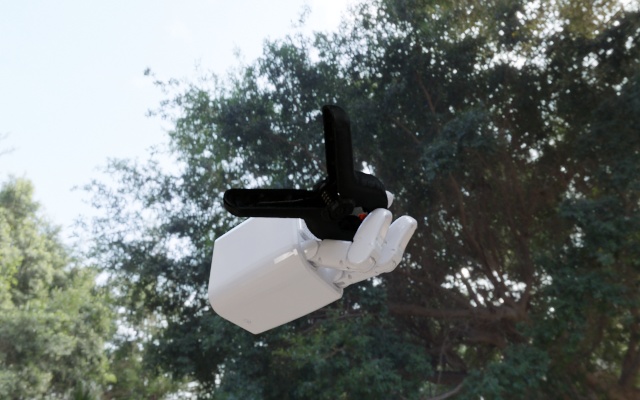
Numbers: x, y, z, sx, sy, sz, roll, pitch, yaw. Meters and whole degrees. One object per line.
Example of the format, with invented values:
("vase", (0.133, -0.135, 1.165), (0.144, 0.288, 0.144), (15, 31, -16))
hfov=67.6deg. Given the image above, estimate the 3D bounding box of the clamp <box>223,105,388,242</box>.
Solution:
("clamp", (0.000, 0.001, 0.419), (0.120, 0.039, 0.171), (-29, -40, 11))
